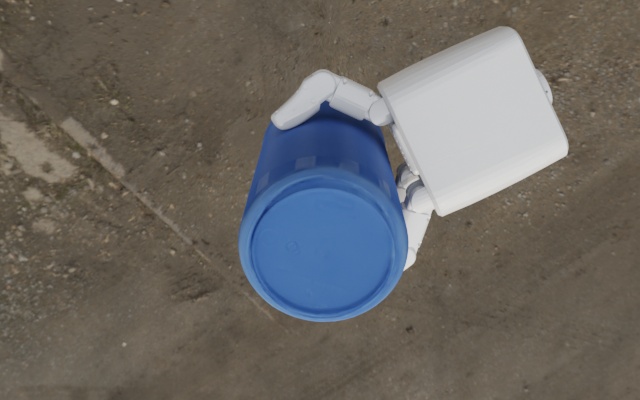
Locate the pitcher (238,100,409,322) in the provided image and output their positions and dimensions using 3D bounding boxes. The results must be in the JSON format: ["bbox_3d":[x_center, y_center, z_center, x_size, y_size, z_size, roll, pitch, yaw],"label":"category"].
[{"bbox_3d":[0.000,0.001,0.408,0.145,0.149,0.242,-25,18,10],"label":"pitcher"}]
